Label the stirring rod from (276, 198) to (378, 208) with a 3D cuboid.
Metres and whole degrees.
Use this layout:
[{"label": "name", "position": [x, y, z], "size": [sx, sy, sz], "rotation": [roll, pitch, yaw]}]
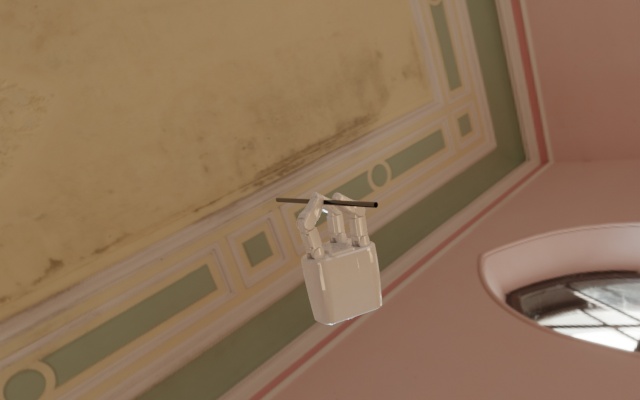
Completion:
[{"label": "stirring rod", "position": [0.000, 0.002, 0.737], "size": [0.011, 0.011, 0.239], "rotation": [0, 2, -38]}]
